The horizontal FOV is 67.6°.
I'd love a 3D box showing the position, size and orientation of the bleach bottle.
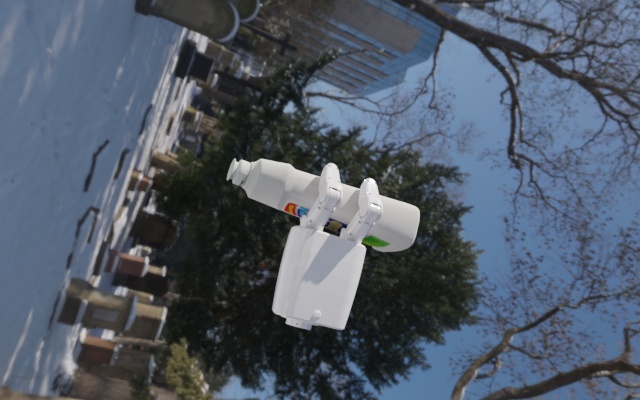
[{"bbox_3d":[0.000,0.002,0.625,0.251,0.068,0.102,19,-13,-20],"label":"bleach bottle"}]
